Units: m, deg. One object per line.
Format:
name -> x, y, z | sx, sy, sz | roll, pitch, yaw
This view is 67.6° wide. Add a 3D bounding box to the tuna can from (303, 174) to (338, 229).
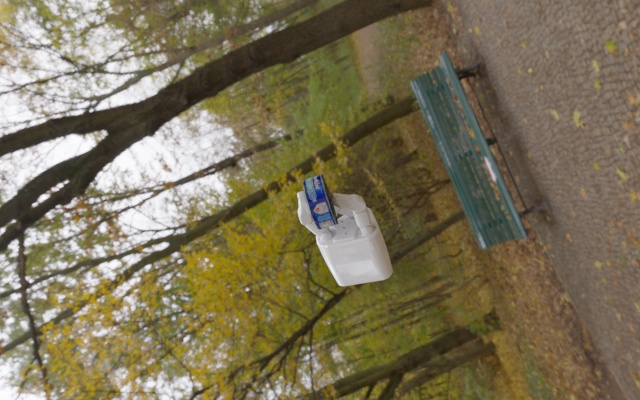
tuna can -> 0.000, 0.003, 0.771 | 0.034, 0.086, 0.086 | -18, -1, 4
